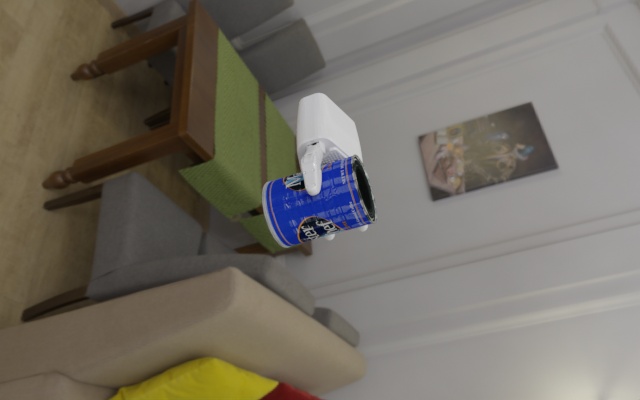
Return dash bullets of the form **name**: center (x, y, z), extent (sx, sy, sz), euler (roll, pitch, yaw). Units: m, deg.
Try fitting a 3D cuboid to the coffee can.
- **coffee can**: center (0.000, 0.002, 0.695), extent (0.140, 0.103, 0.103), euler (-16, -5, 16)
